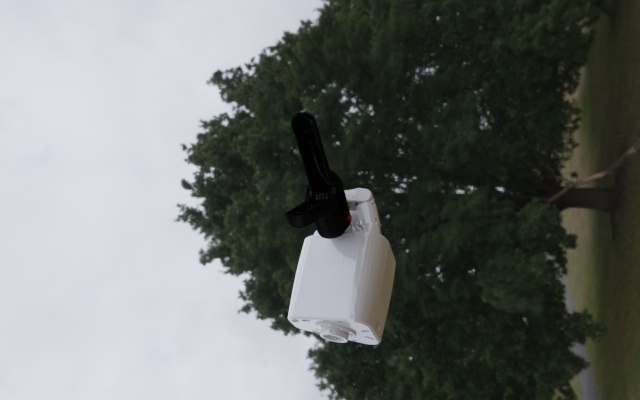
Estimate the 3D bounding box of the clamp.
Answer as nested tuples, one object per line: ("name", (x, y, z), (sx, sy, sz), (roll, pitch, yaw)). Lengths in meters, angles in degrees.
("clamp", (0.000, 0.002, 0.515), (0.039, 0.120, 0.172), (-1, -31, 22))
